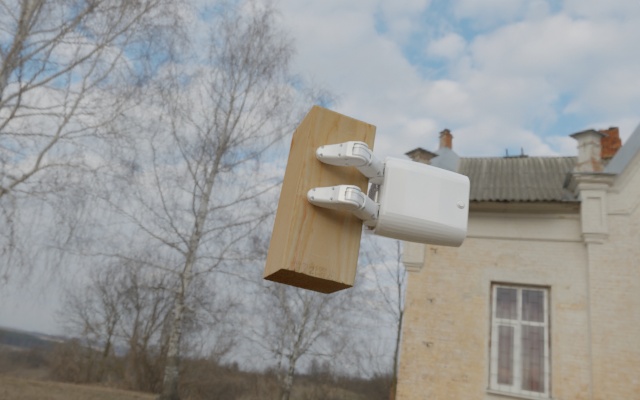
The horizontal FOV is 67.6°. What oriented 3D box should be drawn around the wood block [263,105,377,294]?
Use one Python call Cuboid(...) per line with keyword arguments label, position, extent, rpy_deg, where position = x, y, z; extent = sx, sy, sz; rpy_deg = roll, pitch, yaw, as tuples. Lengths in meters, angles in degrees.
Cuboid(label="wood block", position=(0.000, 0.002, 0.596), extent=(0.090, 0.206, 0.091), rpy_deg=(16, -21, -15))
